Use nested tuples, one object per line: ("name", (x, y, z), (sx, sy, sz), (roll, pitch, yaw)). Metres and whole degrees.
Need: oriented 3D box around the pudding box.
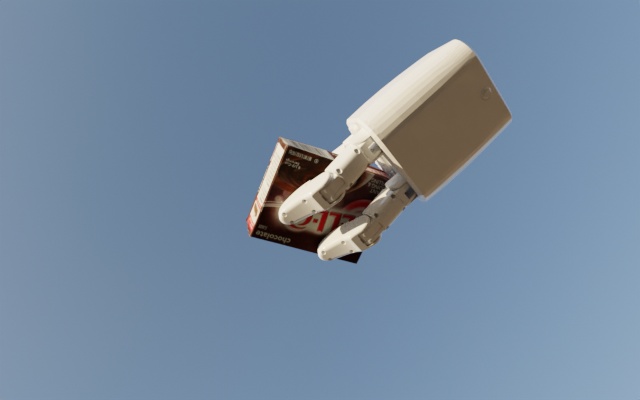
("pudding box", (0.000, 0.001, 0.437), (0.113, 0.090, 0.039), (17, 17, -20))
